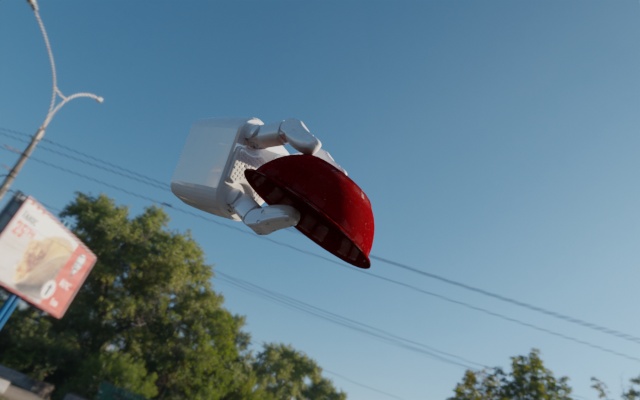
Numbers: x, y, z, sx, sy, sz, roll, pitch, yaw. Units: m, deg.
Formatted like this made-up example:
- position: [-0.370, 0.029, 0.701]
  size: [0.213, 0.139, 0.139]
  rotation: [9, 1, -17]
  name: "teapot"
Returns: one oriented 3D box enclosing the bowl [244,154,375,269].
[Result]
- position: [0.001, 0.002, 0.496]
  size: [0.162, 0.055, 0.162]
  rotation: [36, -13, 9]
  name: "bowl"
